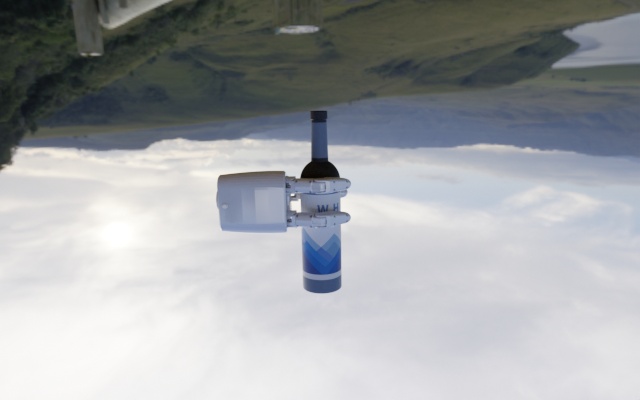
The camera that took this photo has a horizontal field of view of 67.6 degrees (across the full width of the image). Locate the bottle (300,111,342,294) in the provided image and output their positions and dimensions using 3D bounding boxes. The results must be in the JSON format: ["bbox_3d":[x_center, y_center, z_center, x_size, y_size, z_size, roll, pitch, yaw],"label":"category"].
[{"bbox_3d":[0.000,0.003,0.784,0.069,0.296,0.069,-1,12,0],"label":"bottle"}]
